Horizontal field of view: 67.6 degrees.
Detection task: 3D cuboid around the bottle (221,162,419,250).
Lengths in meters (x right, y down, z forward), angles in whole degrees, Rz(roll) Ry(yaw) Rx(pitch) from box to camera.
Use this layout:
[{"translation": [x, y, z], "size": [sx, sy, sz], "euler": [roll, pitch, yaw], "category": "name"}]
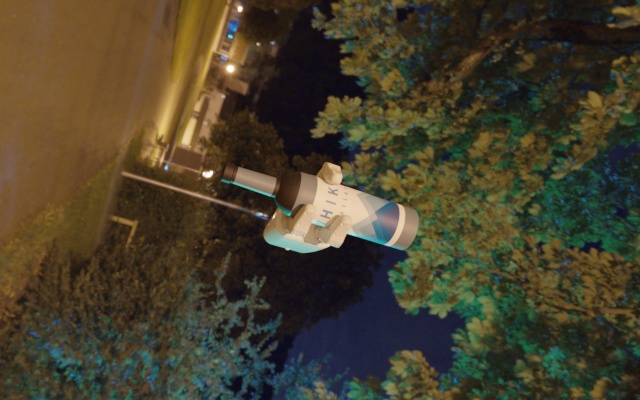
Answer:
[{"translation": [0.000, 0.002, 0.702], "size": [0.296, 0.069, 0.069], "euler": [18, -5, -16], "category": "bottle"}]
